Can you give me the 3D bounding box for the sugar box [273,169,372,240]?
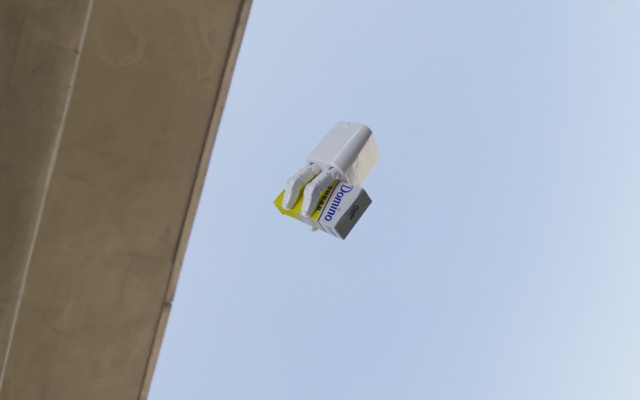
[{"bbox_3d":[0.000,0.002,0.884,0.176,0.093,0.048,17,-26,47],"label":"sugar box"}]
